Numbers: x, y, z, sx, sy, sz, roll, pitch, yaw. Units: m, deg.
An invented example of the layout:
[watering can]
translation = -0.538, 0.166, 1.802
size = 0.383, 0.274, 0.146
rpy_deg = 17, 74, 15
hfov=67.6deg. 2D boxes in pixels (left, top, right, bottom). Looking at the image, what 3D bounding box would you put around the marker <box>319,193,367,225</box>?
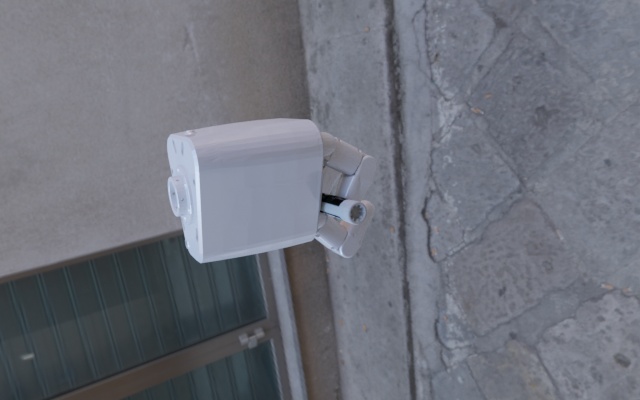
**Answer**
[marker]
translation = 0.000, 0.001, 0.434
size = 0.020, 0.020, 0.121
rpy_deg = 0, 9, -30
